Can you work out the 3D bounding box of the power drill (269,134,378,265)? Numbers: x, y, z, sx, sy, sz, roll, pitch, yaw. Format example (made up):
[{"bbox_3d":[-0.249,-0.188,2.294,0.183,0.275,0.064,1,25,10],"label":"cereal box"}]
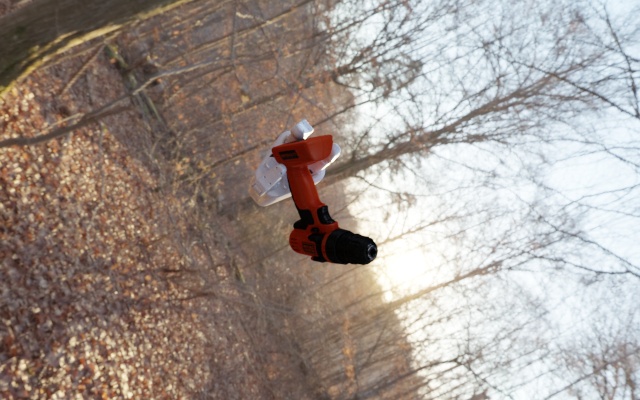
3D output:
[{"bbox_3d":[0.000,0.002,0.696,0.057,0.188,0.184,-20,13,-36],"label":"power drill"}]
